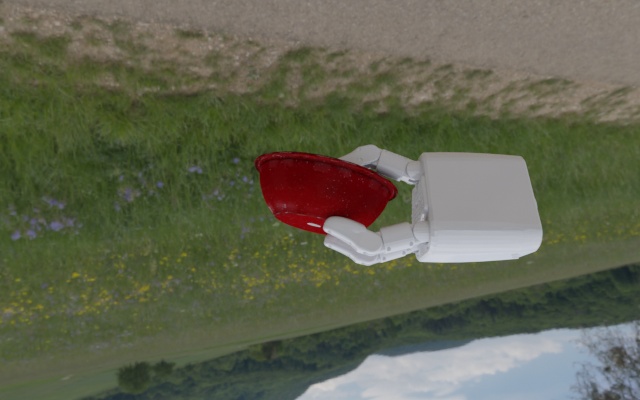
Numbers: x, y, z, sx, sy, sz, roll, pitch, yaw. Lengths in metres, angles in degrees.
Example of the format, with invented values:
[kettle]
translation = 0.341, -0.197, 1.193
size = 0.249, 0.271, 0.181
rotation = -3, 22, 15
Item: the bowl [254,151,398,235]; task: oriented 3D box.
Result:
[bowl]
translation = -0.001, 0.002, 0.524
size = 0.162, 0.055, 0.162
rotation = 12, -13, 3
